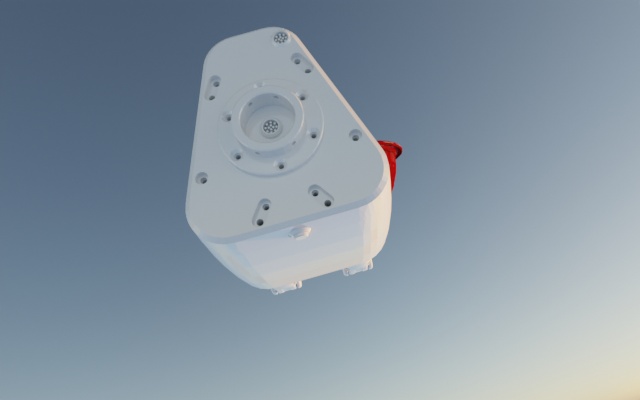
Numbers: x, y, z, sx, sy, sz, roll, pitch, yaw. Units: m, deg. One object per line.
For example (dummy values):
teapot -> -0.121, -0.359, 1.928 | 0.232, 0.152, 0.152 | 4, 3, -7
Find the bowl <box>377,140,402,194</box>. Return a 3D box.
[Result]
bowl -> 0.001, 0.002, 0.421 | 0.162, 0.055, 0.162 | -14, -8, -2
